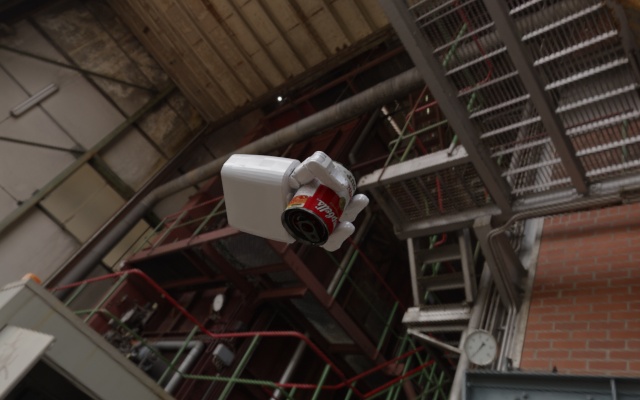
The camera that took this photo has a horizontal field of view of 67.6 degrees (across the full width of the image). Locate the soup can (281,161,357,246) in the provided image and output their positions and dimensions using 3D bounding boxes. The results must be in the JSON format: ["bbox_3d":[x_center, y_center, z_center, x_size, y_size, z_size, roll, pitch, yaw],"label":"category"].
[{"bbox_3d":[0.001,0.002,0.641,0.068,0.068,0.102,0,41,33],"label":"soup can"}]
